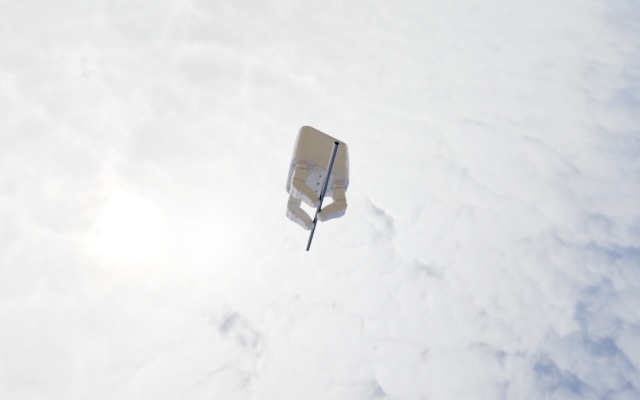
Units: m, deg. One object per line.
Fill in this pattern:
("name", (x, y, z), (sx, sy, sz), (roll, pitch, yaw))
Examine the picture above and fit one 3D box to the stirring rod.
("stirring rod", (0.000, 0.002, 0.774), (0.011, 0.240, 0.011), (8, 43, -8))
